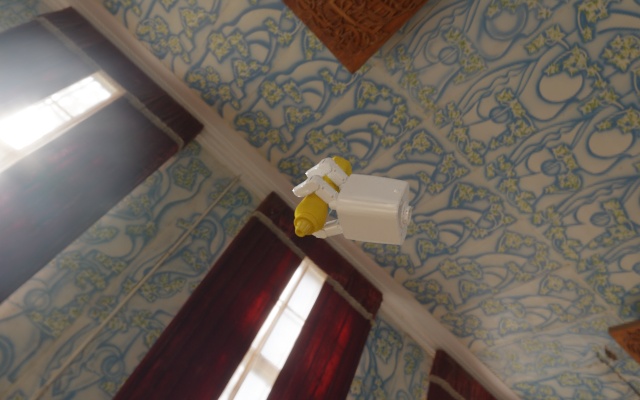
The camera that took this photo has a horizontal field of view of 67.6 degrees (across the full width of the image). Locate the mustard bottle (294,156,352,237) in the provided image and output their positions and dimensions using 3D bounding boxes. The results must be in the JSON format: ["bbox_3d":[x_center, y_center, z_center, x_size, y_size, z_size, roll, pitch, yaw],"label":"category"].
[{"bbox_3d":[0.000,0.003,0.882,0.058,0.096,0.191,26,41,6],"label":"mustard bottle"}]
